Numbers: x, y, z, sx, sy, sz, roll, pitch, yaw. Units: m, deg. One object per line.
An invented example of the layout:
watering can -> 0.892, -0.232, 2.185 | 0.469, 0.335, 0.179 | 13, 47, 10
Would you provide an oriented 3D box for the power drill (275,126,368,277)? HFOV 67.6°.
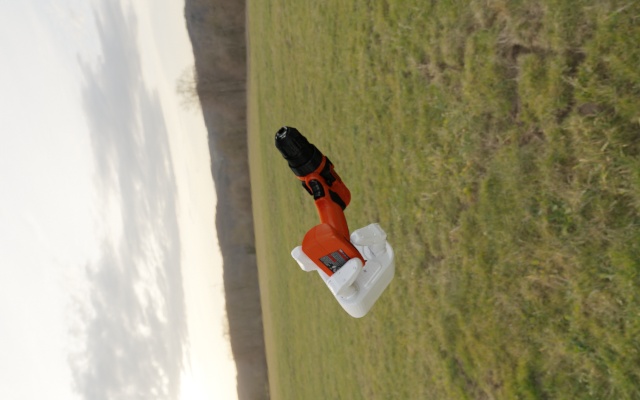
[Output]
power drill -> 0.000, 0.003, 0.679 | 0.057, 0.187, 0.184 | -26, -45, 19
